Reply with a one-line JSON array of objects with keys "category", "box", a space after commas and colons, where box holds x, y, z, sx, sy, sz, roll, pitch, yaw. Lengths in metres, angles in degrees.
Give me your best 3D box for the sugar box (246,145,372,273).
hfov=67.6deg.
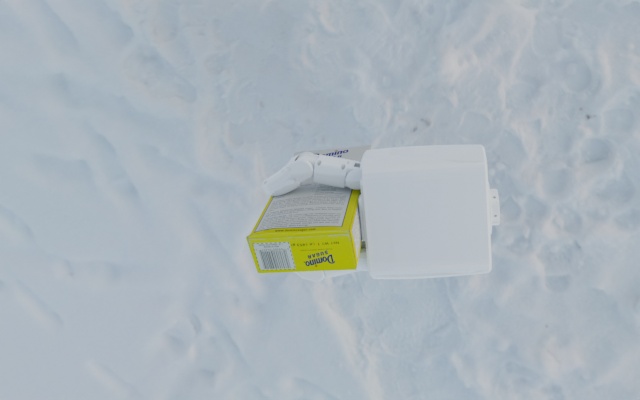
[{"category": "sugar box", "box": [0.000, 0.002, 0.475, 0.093, 0.048, 0.176, -4, 27, 15]}]
